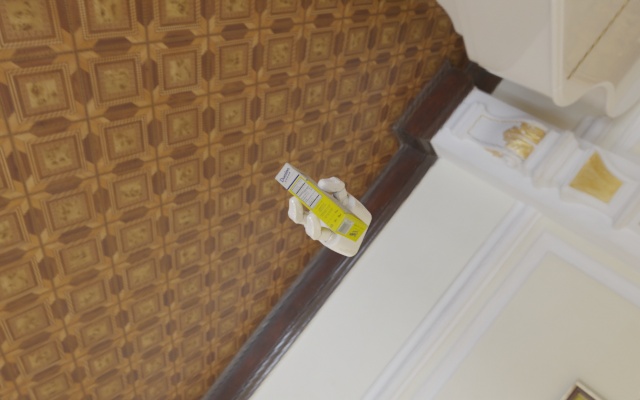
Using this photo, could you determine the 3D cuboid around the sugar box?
[{"bbox_3d":[0.000,0.003,0.895,0.176,0.048,0.093,38,4,34],"label":"sugar box"}]
